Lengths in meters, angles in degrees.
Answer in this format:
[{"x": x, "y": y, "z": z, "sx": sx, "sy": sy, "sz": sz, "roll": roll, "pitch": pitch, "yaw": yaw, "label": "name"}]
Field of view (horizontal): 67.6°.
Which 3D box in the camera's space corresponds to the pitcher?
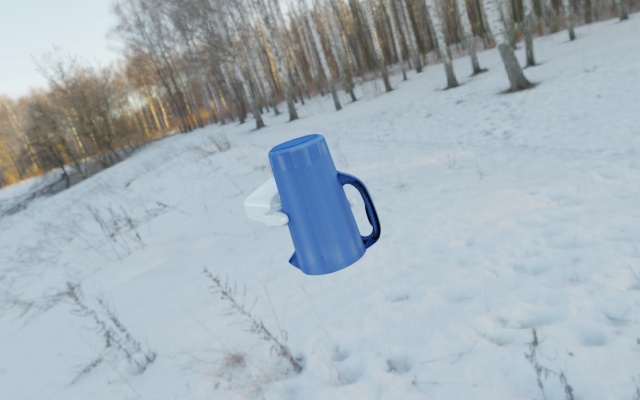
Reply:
[{"x": 0.000, "y": 0.003, "z": 0.885, "sx": 0.149, "sy": 0.243, "sz": 0.145, "roll": -28, "pitch": 18, "yaw": -35, "label": "pitcher"}]
